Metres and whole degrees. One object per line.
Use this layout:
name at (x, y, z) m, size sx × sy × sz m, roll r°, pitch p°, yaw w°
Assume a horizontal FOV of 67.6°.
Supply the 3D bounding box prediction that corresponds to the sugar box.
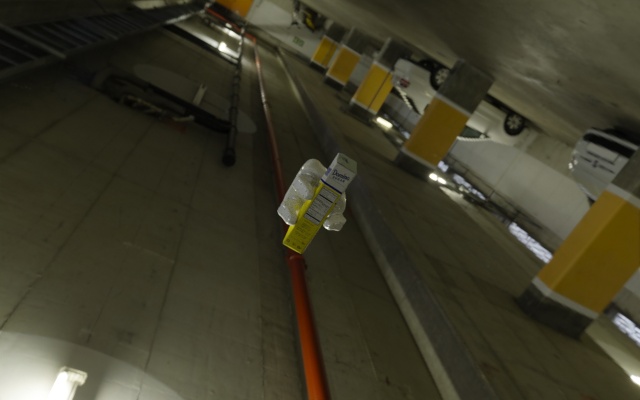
sugar box at (0.000, 0.003, 0.848) m, size 0.048 × 0.176 × 0.093 m, roll 30°, pitch 16°, yaw -5°
